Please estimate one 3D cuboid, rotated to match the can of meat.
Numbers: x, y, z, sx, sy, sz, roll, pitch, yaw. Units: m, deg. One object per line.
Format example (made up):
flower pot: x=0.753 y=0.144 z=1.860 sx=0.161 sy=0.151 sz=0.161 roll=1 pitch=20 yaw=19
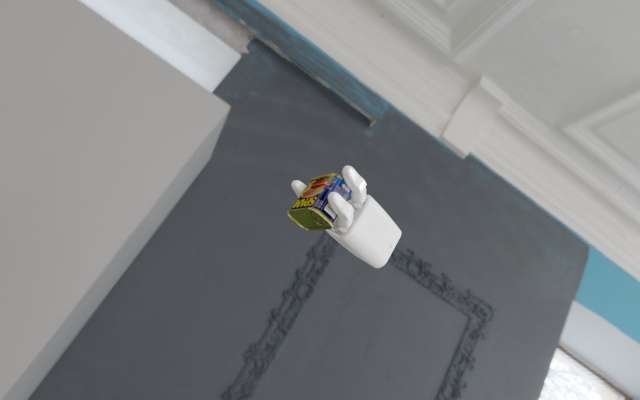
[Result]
can of meat: x=0.000 y=0.002 z=0.845 sx=0.057 sy=0.084 sz=0.102 roll=43 pitch=-25 yaw=-22
